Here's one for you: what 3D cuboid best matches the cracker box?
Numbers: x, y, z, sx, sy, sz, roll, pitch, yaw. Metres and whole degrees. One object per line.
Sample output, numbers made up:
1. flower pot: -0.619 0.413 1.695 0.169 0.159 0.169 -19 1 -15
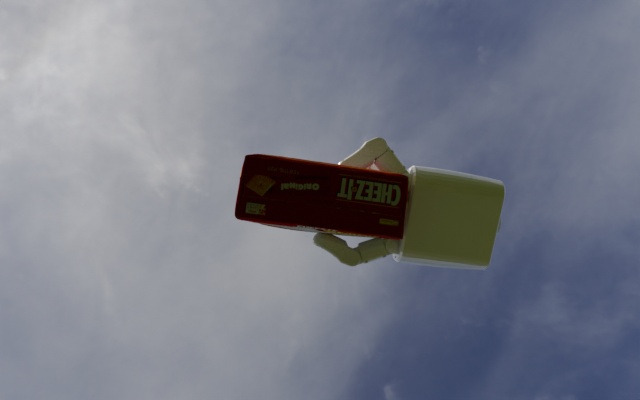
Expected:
1. cracker box: 0.000 0.002 0.559 0.164 0.072 0.214 7 -4 -1
